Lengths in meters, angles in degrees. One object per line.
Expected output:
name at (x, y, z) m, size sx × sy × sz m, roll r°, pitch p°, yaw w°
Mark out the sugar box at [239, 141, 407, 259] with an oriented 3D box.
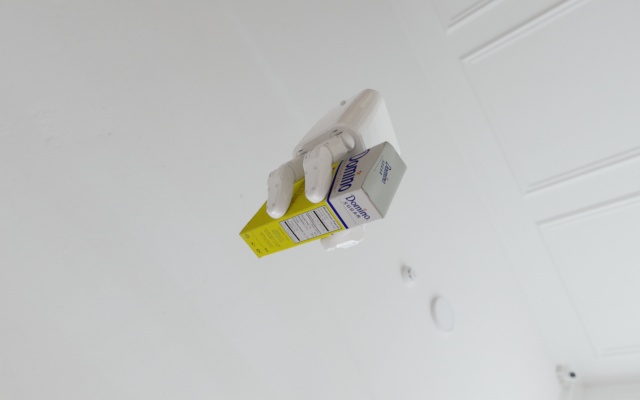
sugar box at (0.000, 0.001, 0.517) m, size 0.176 × 0.048 × 0.093 m, roll -25°, pitch 22°, yaw 38°
